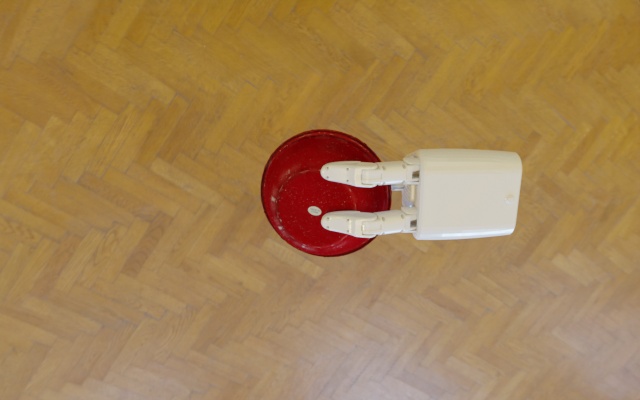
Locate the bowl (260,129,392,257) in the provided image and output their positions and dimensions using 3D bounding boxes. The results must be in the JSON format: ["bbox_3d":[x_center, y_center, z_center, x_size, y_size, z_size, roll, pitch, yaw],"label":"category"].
[{"bbox_3d":[-0.001,0.002,0.553,0.162,0.162,0.055,0,18,12],"label":"bowl"}]
